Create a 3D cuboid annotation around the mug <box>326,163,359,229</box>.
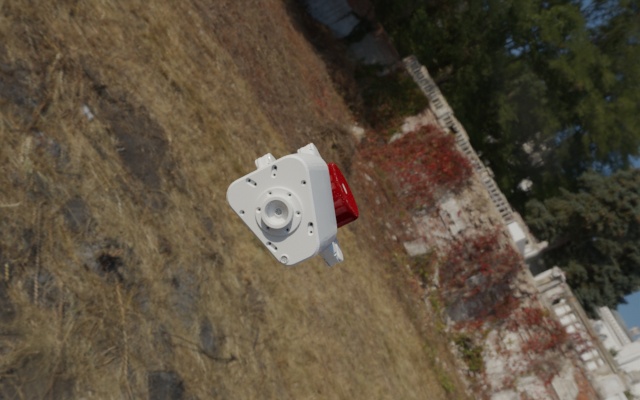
[{"bbox_3d":[0.001,0.002,0.636,0.081,0.093,0.117,-25,-1,11],"label":"mug"}]
